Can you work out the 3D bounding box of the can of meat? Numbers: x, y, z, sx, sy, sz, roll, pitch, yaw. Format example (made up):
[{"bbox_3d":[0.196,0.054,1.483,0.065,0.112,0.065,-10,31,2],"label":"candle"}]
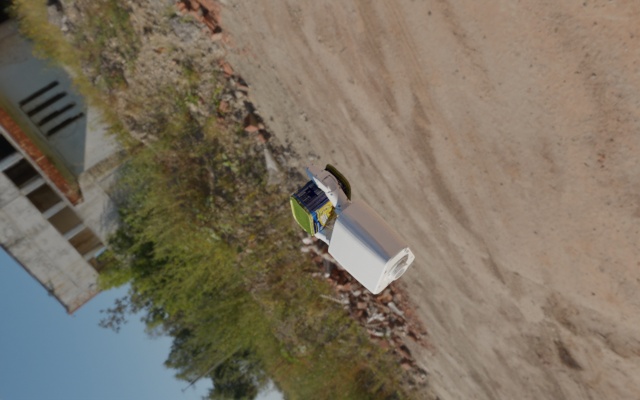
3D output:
[{"bbox_3d":[0.000,0.003,0.776,0.084,0.057,0.102,-39,-22,-16],"label":"can of meat"}]
